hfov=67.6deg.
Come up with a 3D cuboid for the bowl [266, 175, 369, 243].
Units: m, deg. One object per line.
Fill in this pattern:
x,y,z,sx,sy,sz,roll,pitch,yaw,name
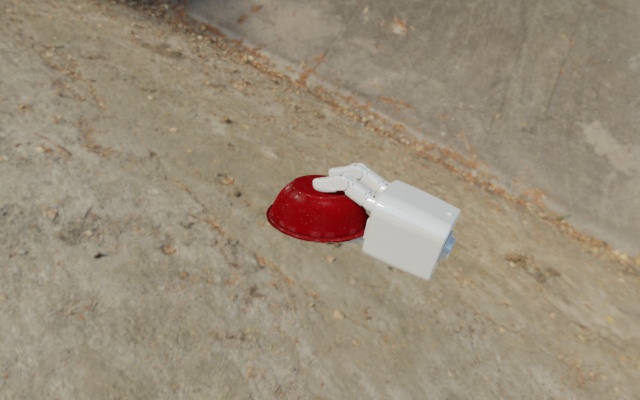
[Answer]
-0.001,0.002,0.721,0.162,0.055,0.162,5,24,-2,bowl
